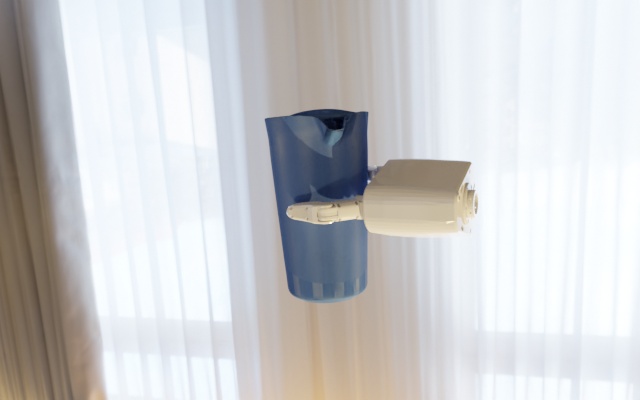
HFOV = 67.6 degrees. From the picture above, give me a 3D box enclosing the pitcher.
[{"bbox_3d":[0.000,0.002,0.638,0.145,0.243,0.149,1,10,28],"label":"pitcher"}]
